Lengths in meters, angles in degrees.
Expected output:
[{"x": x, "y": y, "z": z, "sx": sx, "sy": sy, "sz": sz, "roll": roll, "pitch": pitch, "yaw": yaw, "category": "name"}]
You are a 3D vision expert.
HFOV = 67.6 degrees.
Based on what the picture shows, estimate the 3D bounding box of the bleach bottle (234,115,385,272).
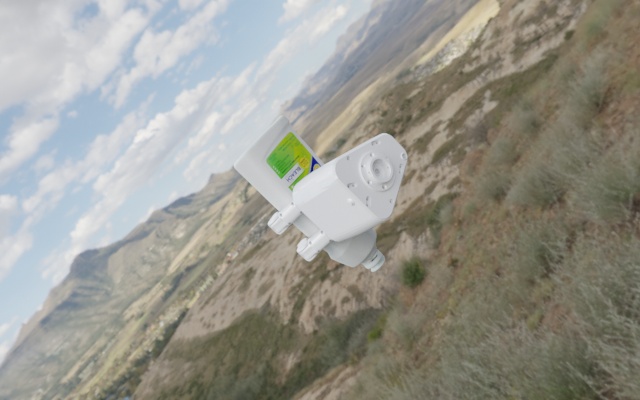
[{"x": 0.000, "y": 0.002, "z": 0.683, "sx": 0.102, "sy": 0.251, "sz": 0.068, "roll": -52, "pitch": 11, "yaw": -31, "category": "bleach bottle"}]
